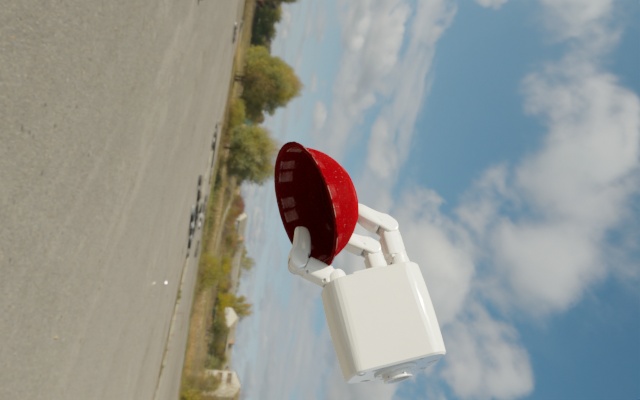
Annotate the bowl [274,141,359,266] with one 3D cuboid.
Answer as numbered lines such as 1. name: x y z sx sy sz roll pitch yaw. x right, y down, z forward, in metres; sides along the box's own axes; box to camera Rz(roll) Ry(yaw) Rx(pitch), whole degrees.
1. bowl: 0.000 0.001 0.595 0.055 0.162 0.162 -16 7 -26
